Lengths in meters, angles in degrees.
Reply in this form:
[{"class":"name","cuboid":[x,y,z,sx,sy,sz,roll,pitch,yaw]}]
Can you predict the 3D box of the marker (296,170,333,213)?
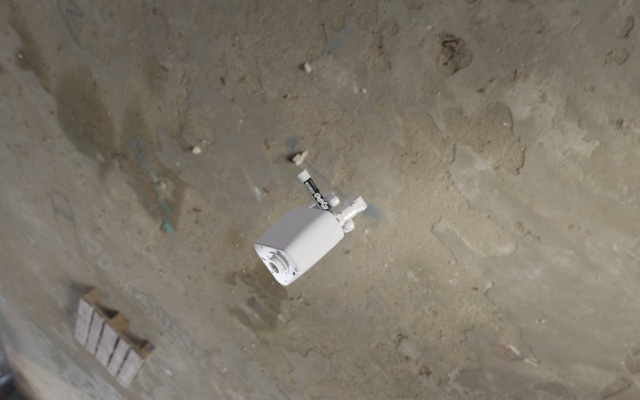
[{"class":"marker","cuboid":[0.000,0.003,0.803,0.020,0.121,0.020,-33,11,7]}]
